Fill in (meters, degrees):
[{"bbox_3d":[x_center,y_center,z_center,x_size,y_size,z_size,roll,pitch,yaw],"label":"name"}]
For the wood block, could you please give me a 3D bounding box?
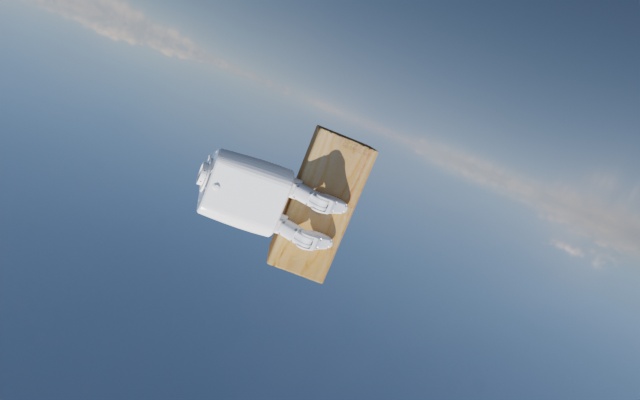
[{"bbox_3d":[0.000,0.002,0.708,0.090,0.206,0.091,21,11,-7],"label":"wood block"}]
